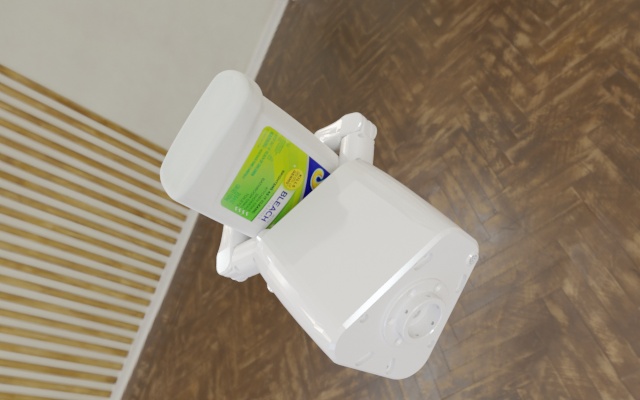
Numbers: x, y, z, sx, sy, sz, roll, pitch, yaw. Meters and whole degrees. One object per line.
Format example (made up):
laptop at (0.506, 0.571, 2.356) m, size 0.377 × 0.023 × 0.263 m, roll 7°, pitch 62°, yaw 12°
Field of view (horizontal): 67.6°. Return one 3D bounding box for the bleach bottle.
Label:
bleach bottle at (0.000, 0.001, 0.406) m, size 0.251 × 0.102 × 0.068 m, roll 29°, pitch 7°, yaw -39°
